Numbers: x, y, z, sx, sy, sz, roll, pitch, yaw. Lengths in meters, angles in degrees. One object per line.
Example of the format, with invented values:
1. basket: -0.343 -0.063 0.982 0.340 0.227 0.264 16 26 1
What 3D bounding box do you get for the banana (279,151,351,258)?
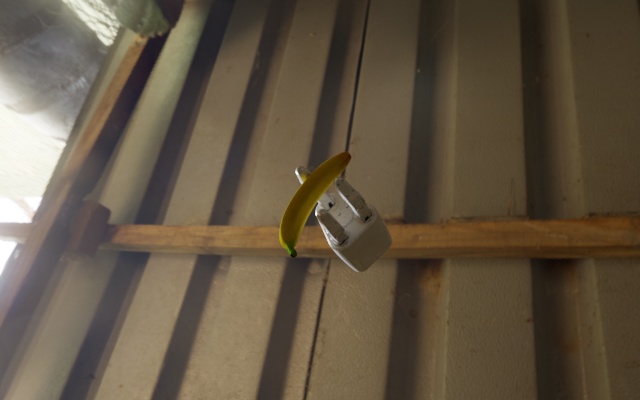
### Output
1. banana: -0.016 0.003 0.754 0.069 0.197 0.037 10 -28 38
